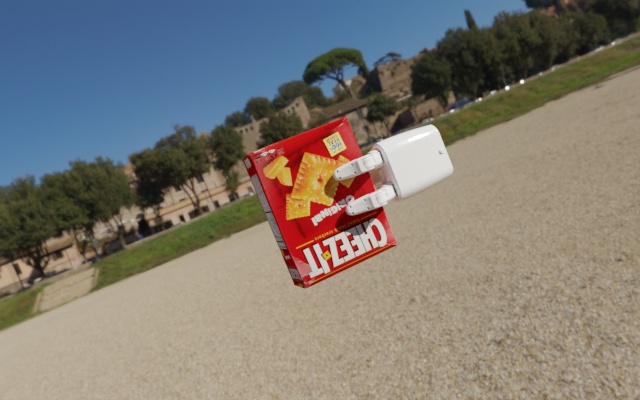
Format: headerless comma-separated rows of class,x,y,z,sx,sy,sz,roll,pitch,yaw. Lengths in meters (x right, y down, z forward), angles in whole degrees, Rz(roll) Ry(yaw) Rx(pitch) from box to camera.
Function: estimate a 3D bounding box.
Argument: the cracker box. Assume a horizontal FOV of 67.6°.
cracker box,0.000,0.002,0.727,0.164,0.214,0.072,-23,3,-16
